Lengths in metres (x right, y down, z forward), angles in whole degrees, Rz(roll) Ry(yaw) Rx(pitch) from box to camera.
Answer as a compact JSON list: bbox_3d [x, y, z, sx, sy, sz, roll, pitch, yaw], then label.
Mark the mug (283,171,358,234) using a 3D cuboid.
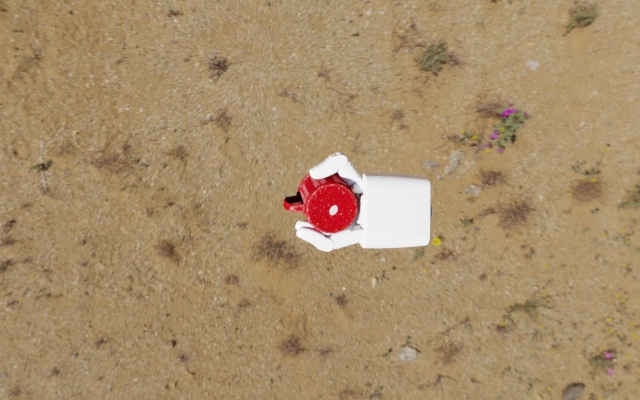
[{"bbox_3d":[-0.001,0.002,0.746,0.117,0.093,0.081,-1,16,-8],"label":"mug"}]
